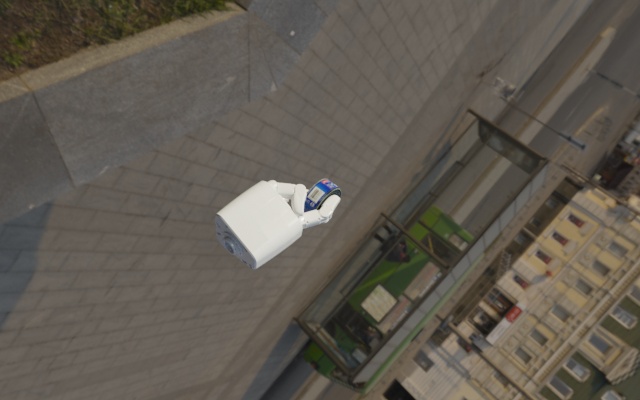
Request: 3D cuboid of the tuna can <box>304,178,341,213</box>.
[{"bbox_3d":[0.001,0.003,0.895,0.033,0.086,0.086,37,15,21],"label":"tuna can"}]
